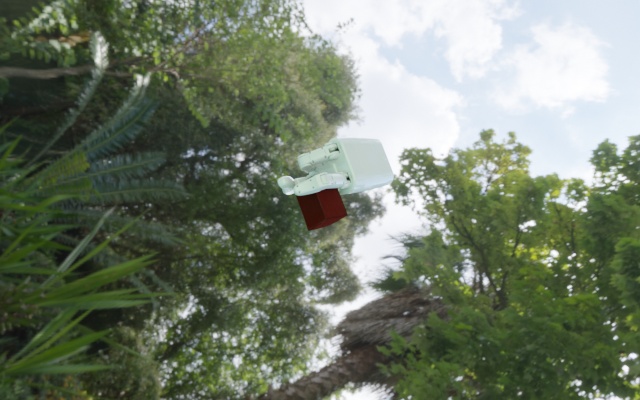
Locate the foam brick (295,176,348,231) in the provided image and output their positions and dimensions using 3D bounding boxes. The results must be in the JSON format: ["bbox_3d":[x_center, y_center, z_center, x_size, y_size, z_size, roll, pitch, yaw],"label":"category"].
[{"bbox_3d":[0.000,0.003,0.792,0.051,0.078,0.053,-8,-17,-42],"label":"foam brick"}]
